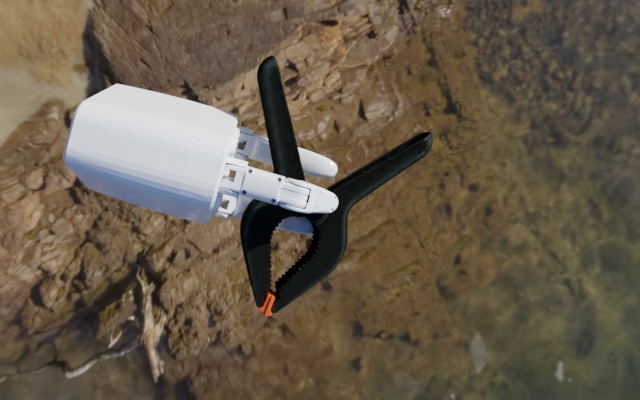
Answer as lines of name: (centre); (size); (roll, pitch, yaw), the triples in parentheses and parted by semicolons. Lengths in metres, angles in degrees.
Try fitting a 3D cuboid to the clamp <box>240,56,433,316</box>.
clamp: (0.000, 0.002, 0.414); (0.164, 0.210, 0.036); (16, 3, -12)
